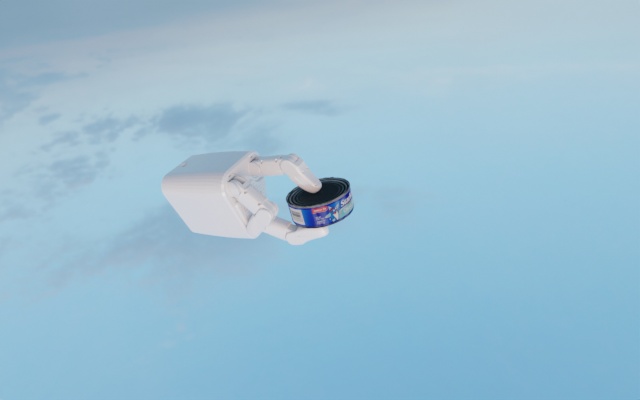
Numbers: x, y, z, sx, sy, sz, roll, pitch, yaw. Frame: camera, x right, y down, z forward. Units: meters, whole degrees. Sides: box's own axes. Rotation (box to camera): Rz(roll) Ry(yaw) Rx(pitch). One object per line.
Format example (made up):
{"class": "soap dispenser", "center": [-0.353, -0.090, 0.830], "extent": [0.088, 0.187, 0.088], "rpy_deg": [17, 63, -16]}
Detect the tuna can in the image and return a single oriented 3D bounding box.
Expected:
{"class": "tuna can", "center": [0.000, 0.003, 0.625], "extent": [0.086, 0.034, 0.086], "rpy_deg": [-12, 24, 5]}
